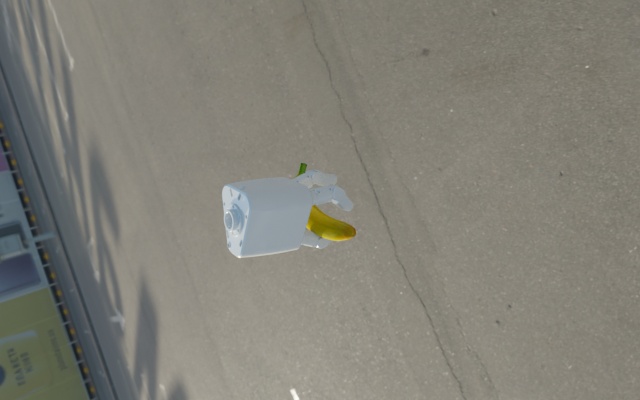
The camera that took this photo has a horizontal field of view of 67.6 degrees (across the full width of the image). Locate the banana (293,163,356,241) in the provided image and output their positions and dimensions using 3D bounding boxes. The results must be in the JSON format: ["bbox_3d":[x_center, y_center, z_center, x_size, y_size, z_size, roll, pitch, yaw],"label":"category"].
[{"bbox_3d":[-0.010,0.015,0.809,0.037,0.070,0.197,6,34,-39],"label":"banana"}]
